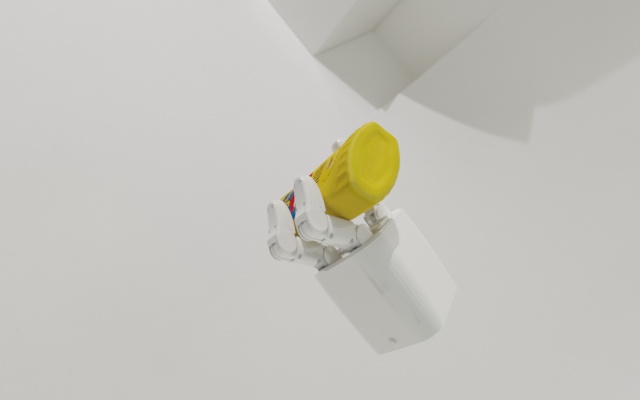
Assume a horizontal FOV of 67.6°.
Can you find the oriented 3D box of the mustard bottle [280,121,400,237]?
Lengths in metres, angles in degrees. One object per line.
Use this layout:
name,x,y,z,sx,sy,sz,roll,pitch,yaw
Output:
mustard bottle,0.000,0.001,0.503,0.058,0.096,0.192,34,-41,-16
